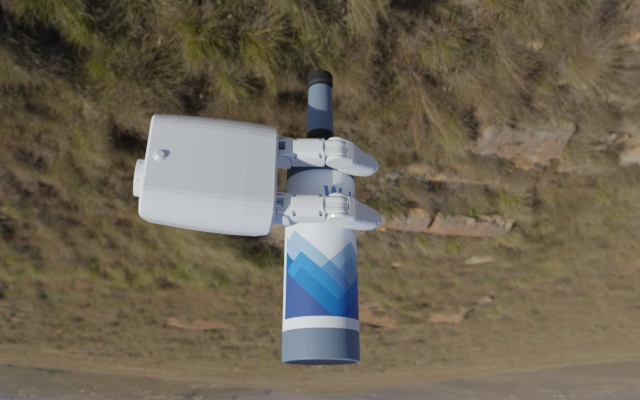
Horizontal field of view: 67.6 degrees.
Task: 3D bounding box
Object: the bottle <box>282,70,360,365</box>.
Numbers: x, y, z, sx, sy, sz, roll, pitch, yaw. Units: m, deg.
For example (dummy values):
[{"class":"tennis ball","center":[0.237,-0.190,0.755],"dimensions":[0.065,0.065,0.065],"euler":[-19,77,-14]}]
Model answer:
[{"class":"bottle","center":[0.000,0.002,0.461],"dimensions":[0.069,0.295,0.069],"euler":[0,-23,0]}]
